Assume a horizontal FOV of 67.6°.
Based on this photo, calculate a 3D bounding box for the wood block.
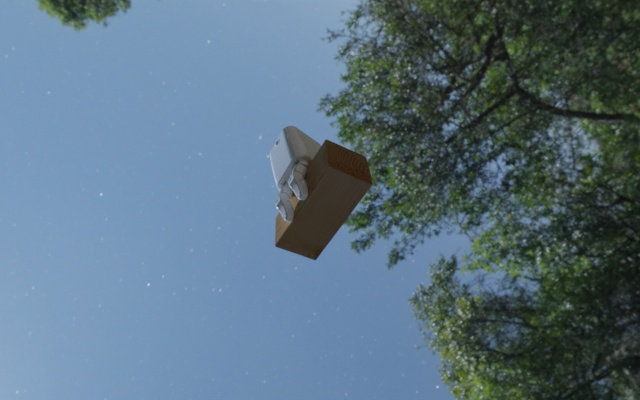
[{"bbox_3d":[0.000,0.003,0.893,0.091,0.206,0.090,21,34,-20],"label":"wood block"}]
